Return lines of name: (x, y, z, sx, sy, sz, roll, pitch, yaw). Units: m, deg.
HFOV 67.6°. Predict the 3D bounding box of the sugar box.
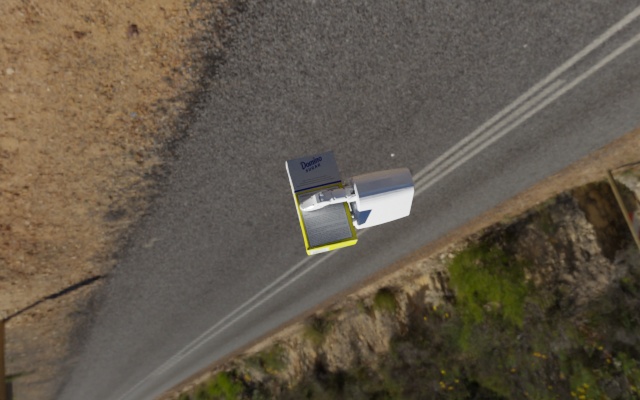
sugar box: (0.000, 0.003, 0.879, 0.093, 0.176, 0.048, -13, -17, -5)
